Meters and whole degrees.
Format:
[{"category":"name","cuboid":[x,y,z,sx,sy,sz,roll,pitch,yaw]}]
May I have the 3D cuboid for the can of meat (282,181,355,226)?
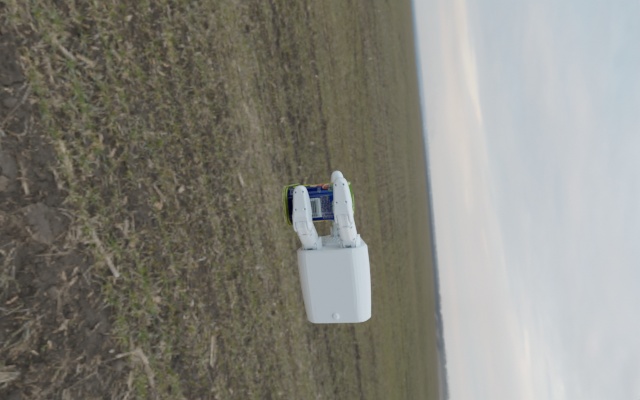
[{"category":"can of meat","cuboid":[0.000,0.002,0.689,0.084,0.057,0.102,-4,4,13]}]
